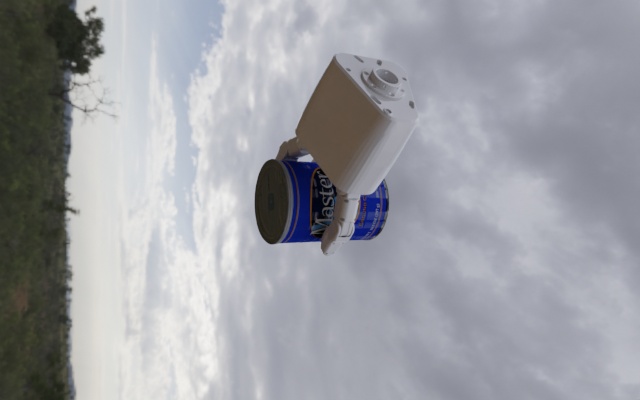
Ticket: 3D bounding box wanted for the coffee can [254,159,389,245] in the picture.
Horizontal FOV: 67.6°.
[{"bbox_3d":[0.000,0.002,0.605,0.140,0.103,0.103,0,0,-29],"label":"coffee can"}]
